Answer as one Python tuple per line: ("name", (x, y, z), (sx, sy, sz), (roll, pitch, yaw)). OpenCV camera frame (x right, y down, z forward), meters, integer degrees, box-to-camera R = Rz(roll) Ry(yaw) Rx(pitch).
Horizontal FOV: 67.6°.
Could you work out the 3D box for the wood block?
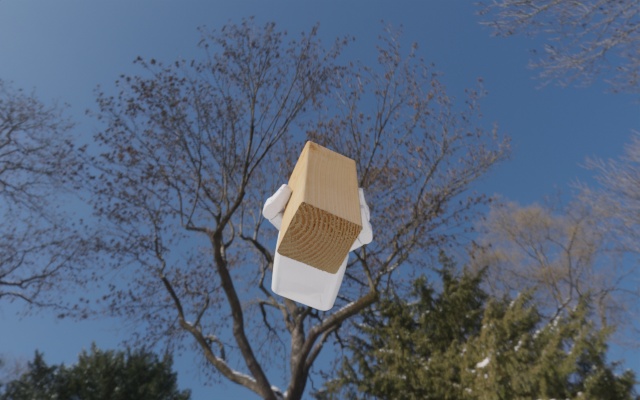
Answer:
("wood block", (0.000, 0.002, 0.716), (0.091, 0.090, 0.206), (22, 27, -11))
